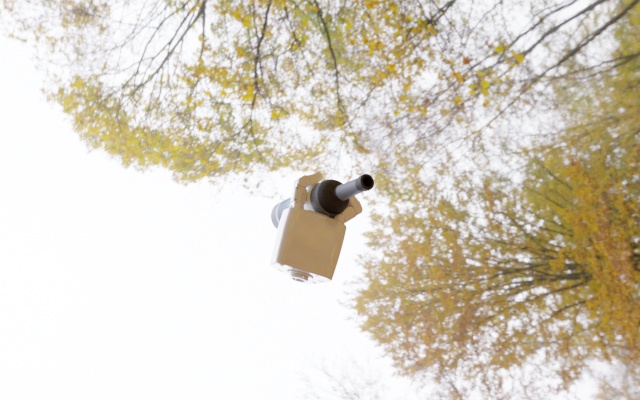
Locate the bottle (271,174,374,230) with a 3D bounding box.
[{"bbox_3d":[0.000,0.003,0.885,0.069,0.069,0.296,0,-13,-32],"label":"bottle"}]
